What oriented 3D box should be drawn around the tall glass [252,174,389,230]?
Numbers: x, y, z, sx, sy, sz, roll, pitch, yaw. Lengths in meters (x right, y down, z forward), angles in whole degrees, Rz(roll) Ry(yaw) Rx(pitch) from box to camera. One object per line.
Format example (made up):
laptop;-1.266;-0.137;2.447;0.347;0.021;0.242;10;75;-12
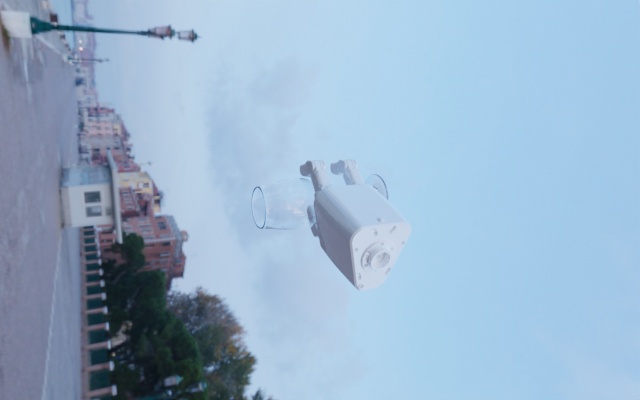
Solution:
tall glass;0.001;0.002;0.728;0.201;0.079;0.079;-5;2;-26
